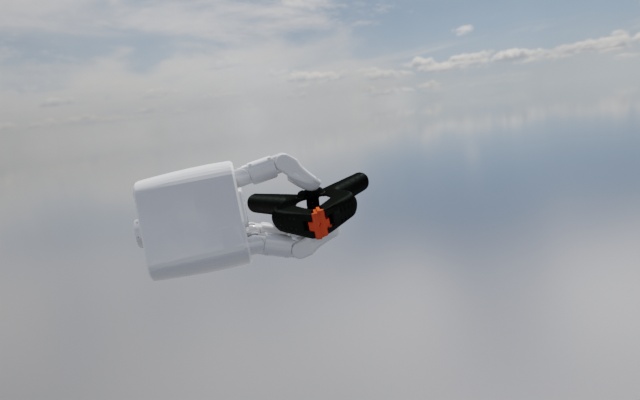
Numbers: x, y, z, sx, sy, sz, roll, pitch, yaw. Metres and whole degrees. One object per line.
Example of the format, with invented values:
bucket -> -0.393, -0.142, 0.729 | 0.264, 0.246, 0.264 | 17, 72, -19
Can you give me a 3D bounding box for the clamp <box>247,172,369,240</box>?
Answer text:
clamp -> 0.000, 0.001, 0.559 | 0.164, 0.036, 0.210 | -14, 11, -9
